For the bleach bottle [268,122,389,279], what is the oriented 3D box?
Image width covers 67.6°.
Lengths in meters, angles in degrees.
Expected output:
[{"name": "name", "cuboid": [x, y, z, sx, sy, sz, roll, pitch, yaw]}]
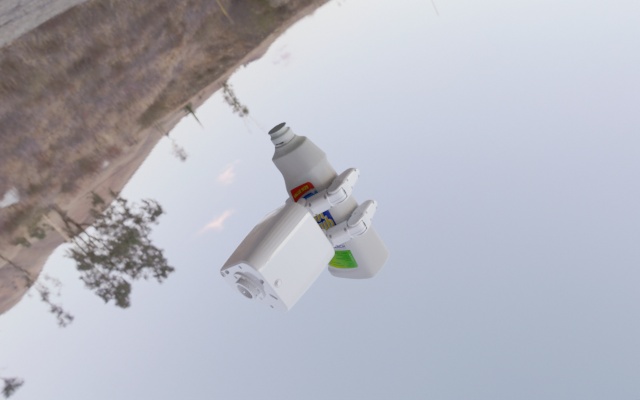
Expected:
[{"name": "bleach bottle", "cuboid": [0.000, 0.002, 0.675, 0.102, 0.251, 0.068, -3, 38, 47]}]
